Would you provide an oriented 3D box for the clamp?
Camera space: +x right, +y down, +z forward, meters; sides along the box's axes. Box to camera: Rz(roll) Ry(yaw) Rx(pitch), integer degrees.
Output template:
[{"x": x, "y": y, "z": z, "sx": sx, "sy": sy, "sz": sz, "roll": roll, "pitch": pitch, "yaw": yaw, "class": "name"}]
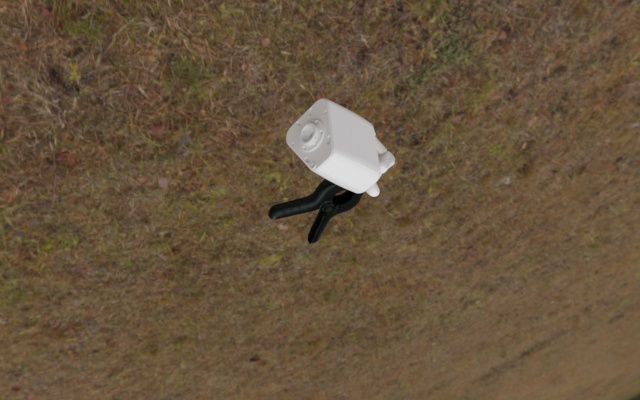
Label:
[{"x": 0.000, "y": 0.003, "z": 0.790, "sx": 0.120, "sy": 0.039, "sz": 0.171, "roll": 23, "pitch": -58, "yaw": -42, "class": "clamp"}]
